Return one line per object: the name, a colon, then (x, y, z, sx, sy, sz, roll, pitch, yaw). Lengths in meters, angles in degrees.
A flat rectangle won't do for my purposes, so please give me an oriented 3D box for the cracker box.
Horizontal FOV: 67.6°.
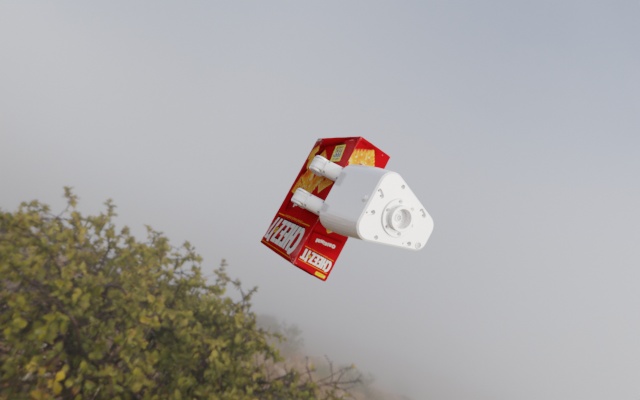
cracker box: (0.000, 0.002, 0.769, 0.072, 0.213, 0.164, 32, -6, -24)
